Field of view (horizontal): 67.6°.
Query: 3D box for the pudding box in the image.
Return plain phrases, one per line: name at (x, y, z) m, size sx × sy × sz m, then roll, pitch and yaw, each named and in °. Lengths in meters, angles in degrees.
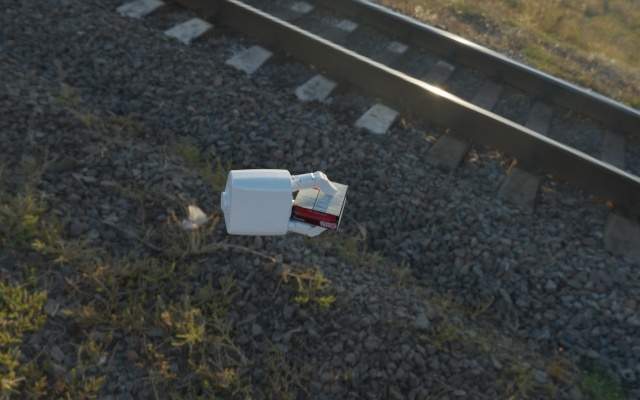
pudding box at (0.000, 0.003, 0.899) m, size 0.090 × 0.039 × 0.113 m, roll 16°, pitch 37°, yaw 4°
